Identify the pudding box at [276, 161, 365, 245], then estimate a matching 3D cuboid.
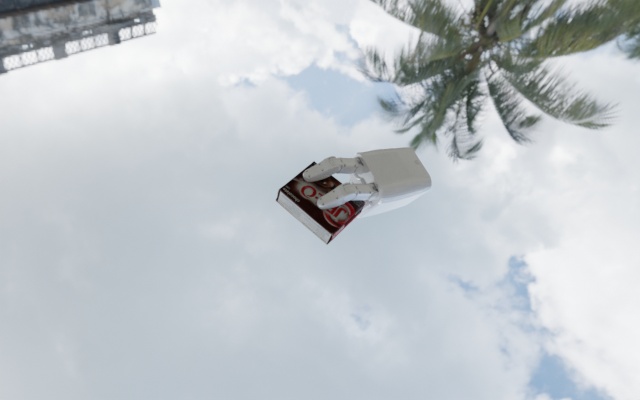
[{"bbox_3d":[0.000,0.003,0.756,0.090,0.113,0.039,-42,-17,-37],"label":"pudding box"}]
